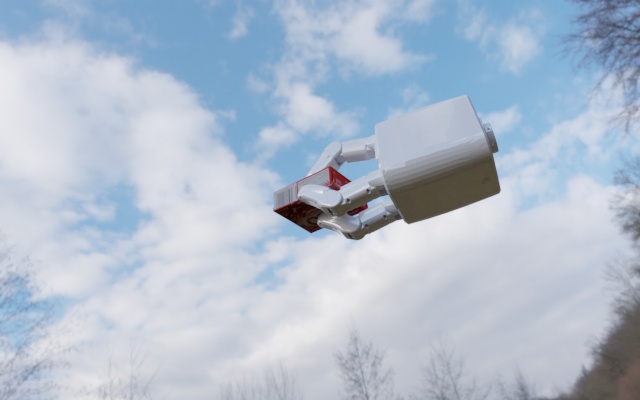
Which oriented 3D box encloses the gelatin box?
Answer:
[{"bbox_3d":[0.000,0.002,0.566,0.089,0.030,0.073,-23,-37,29],"label":"gelatin box"}]
